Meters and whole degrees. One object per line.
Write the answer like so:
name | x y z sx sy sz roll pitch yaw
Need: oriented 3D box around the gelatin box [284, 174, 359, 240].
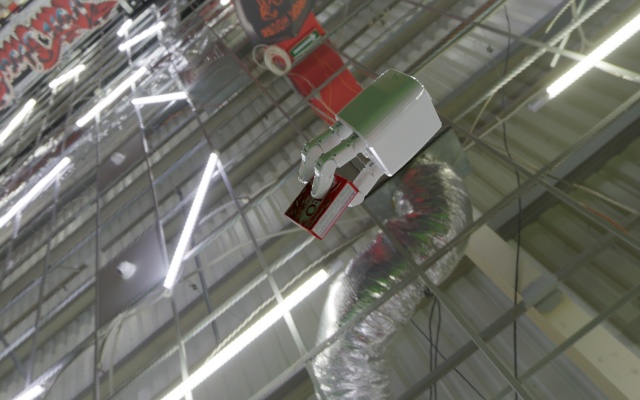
gelatin box | 0.000 0.003 0.668 0.030 0.089 0.073 42 -8 -37
